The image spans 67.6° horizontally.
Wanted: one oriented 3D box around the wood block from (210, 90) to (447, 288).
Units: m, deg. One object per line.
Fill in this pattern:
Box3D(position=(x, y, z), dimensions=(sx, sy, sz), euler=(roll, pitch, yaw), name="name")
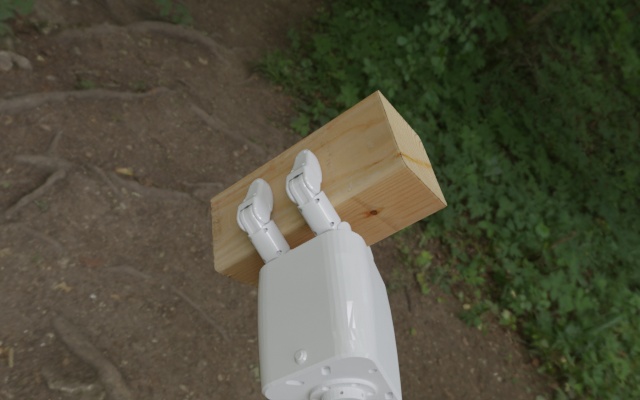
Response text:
Box3D(position=(0.000, 0.002, 0.463), dimensions=(0.206, 0.090, 0.091), euler=(-30, -38, 23), name="wood block")
